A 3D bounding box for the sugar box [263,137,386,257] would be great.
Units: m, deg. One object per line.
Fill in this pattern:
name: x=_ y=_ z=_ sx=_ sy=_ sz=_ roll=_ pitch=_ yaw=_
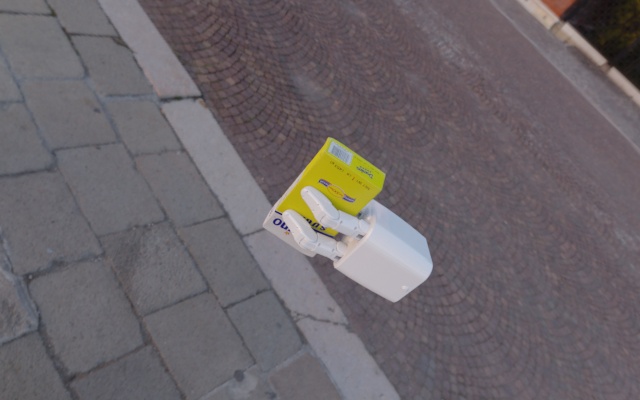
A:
sugar box: x=0.000 y=0.003 z=0.669 sx=0.093 sy=0.176 sz=0.048 roll=34 pitch=37 yaw=-9
